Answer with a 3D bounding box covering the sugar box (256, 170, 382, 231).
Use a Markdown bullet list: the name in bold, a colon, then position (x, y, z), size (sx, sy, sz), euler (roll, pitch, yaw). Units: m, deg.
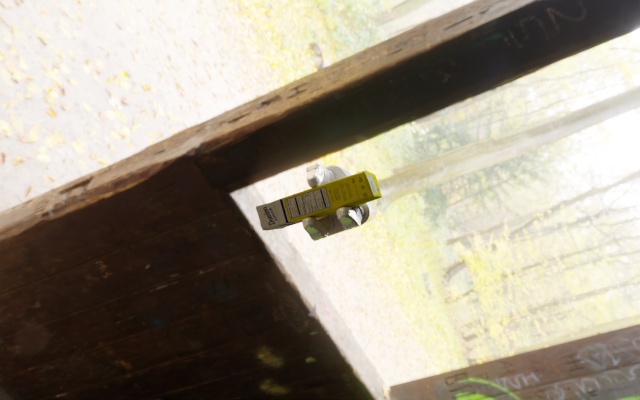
- **sugar box**: position (0.000, 0.003, 0.733), size (0.176, 0.048, 0.093), euler (-20, -6, 15)
